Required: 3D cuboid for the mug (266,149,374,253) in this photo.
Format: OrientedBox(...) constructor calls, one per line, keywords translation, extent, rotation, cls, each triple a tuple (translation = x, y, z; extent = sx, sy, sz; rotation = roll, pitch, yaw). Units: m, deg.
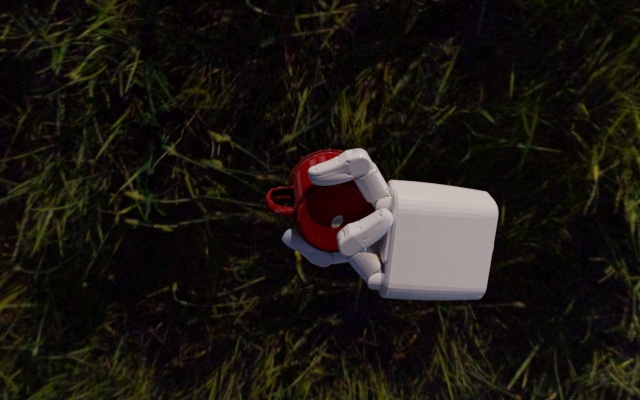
OrientedBox(translation=(-0.001, 0.002, 0.510), extent=(0.117, 0.093, 0.081), rotation=(3, 25, -6), cls="mug")
